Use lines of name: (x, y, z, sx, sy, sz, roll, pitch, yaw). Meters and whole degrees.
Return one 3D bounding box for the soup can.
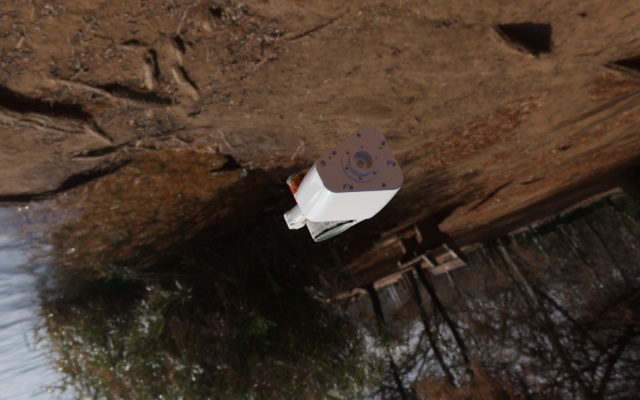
soup can: (0.000, 0.003, 0.725, 0.068, 0.102, 0.068, -24, -12, -6)
